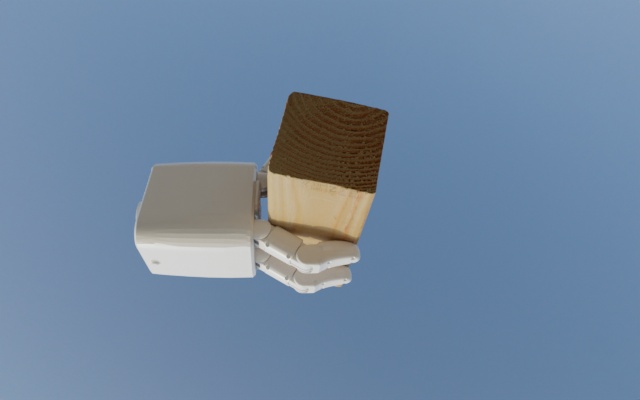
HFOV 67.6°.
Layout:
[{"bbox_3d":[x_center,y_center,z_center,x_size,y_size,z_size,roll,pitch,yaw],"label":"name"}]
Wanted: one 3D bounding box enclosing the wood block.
[{"bbox_3d":[0.000,0.001,0.480,0.090,0.090,0.206,12,-31,1],"label":"wood block"}]
